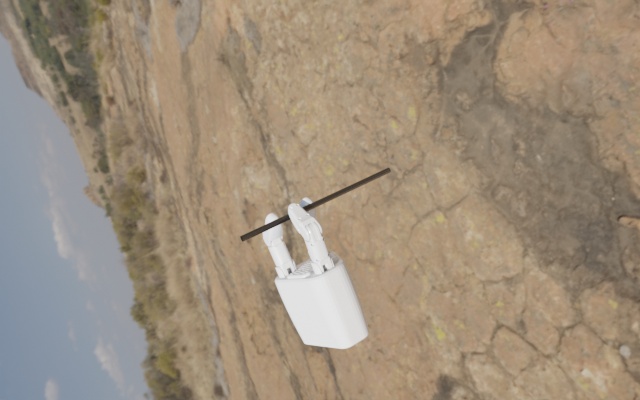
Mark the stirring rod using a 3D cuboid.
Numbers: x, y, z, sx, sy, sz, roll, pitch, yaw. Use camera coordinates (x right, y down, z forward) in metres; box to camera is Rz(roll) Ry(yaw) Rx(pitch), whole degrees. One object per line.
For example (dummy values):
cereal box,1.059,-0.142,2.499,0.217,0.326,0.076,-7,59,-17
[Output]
stirring rod,0.000,0.002,0.654,0.239,0.011,0.011,-25,10,-23
